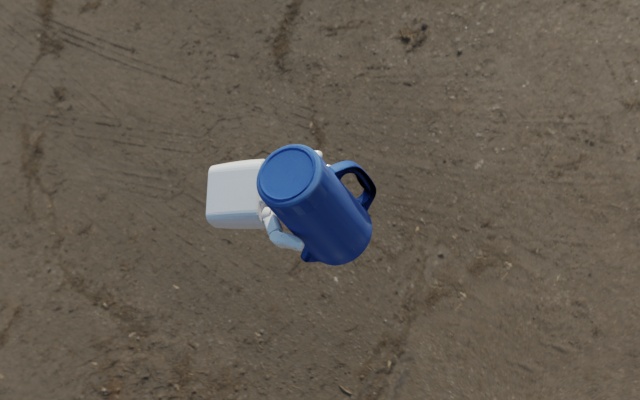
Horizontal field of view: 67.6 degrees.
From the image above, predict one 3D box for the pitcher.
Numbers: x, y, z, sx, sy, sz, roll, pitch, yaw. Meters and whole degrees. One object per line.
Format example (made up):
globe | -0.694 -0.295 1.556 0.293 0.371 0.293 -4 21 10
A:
pitcher | 0.000 0.003 0.802 0.145 0.149 0.243 -3 -26 21
